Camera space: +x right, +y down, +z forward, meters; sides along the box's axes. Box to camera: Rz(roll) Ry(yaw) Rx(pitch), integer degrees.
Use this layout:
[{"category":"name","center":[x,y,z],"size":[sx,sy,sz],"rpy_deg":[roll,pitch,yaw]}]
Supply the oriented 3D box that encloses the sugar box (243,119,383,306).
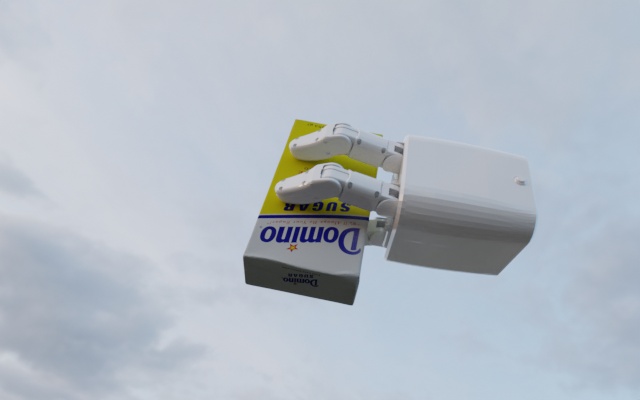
[{"category":"sugar box","center":[0.000,0.001,0.429],"size":[0.093,0.048,0.176],"rpy_deg":[10,45,4]}]
